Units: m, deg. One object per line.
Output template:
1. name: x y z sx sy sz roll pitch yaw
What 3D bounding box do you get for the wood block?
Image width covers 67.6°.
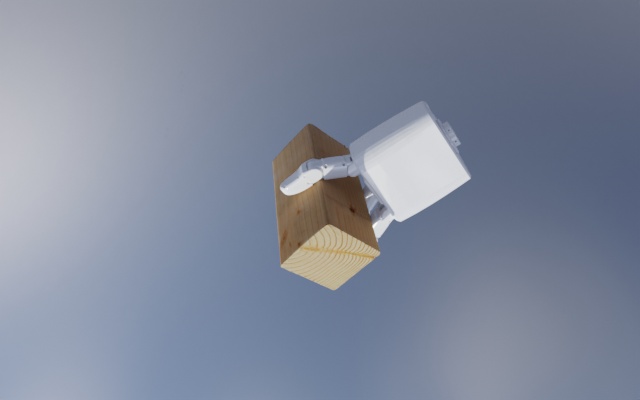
1. wood block: 0.000 0.002 0.646 0.091 0.206 0.090 30 -59 -31
